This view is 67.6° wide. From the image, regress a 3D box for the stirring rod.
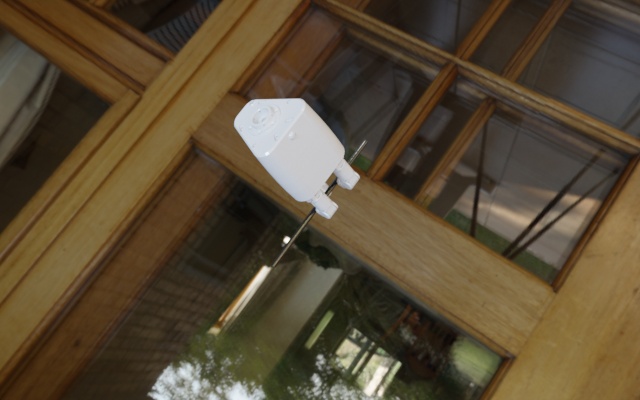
[{"bbox_3d":[0.000,0.002,0.731,0.011,0.239,0.011,36,-9,6],"label":"stirring rod"}]
